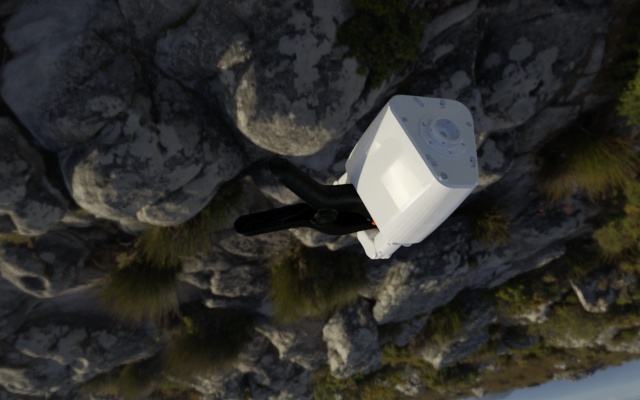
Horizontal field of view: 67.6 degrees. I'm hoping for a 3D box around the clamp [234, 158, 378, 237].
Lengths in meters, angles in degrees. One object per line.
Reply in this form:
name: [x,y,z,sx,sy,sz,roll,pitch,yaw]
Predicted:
clamp: [0.000,0.002,0.516,0.171,0.039,0.120,0,-30,-21]
